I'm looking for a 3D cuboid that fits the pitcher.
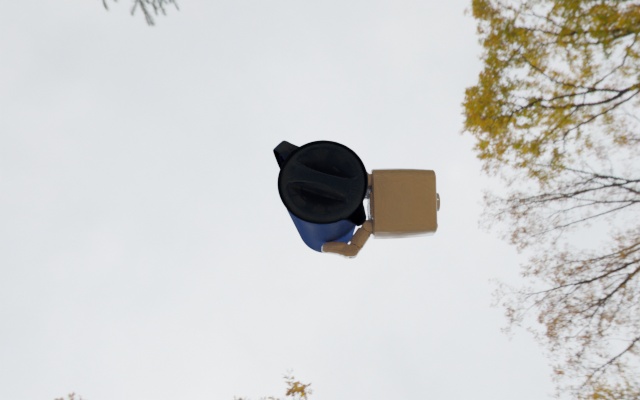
[{"bbox_3d":[0.000,0.003,0.804,0.145,0.149,0.243,-1,-20,1],"label":"pitcher"}]
